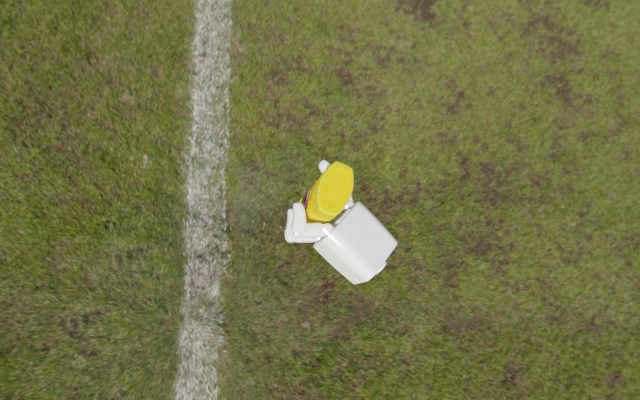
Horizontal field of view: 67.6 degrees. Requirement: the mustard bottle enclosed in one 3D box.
[{"bbox_3d":[0.000,0.003,0.857,0.058,0.096,0.192,22,-19,-10],"label":"mustard bottle"}]
